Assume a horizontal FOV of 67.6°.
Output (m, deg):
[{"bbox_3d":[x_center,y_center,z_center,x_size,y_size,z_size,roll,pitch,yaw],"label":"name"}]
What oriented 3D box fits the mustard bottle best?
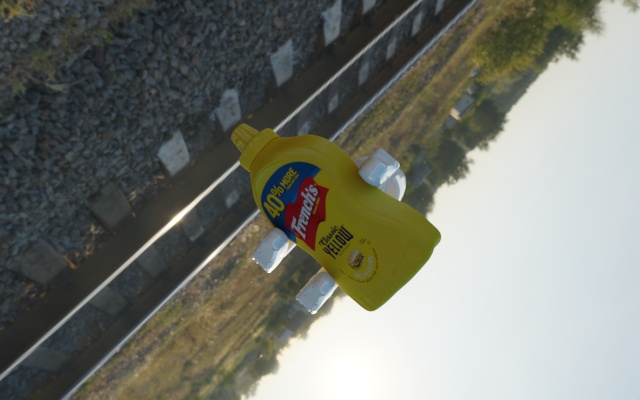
[{"bbox_3d":[0.000,0.002,0.404,0.058,0.191,0.096,-41,-10,-49],"label":"mustard bottle"}]
